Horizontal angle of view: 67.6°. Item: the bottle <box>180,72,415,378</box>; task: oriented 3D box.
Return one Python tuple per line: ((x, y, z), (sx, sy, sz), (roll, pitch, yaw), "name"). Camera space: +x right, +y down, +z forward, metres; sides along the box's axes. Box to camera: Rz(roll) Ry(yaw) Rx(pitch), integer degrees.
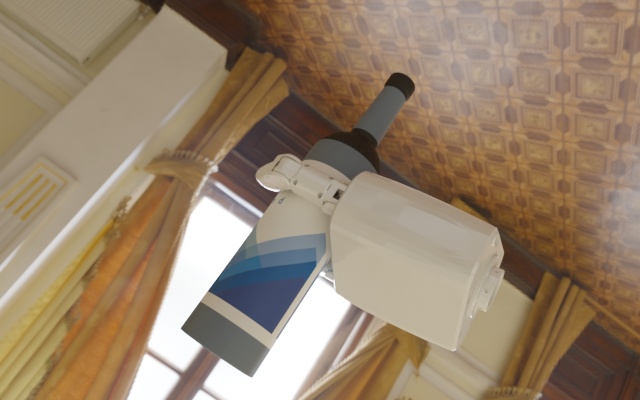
((0.000, 0.001, 0.408), (0.069, 0.295, 0.069), (30, -20, 12), "bottle")
